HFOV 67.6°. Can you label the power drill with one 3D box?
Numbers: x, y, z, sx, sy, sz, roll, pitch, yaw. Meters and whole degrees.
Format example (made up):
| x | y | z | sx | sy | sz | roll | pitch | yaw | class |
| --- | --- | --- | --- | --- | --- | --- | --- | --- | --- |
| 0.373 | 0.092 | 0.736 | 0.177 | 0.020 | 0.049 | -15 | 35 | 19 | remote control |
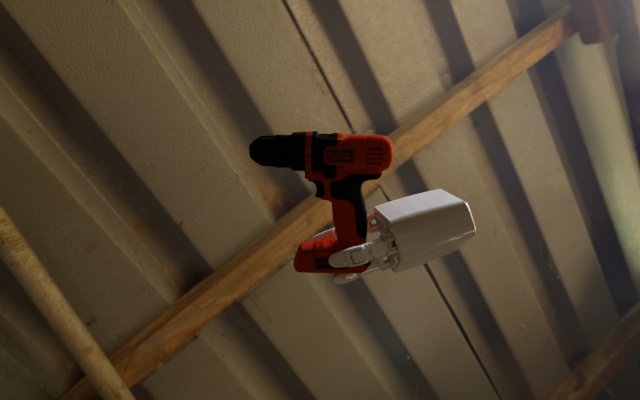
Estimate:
| x | y | z | sx | sy | sz | roll | pitch | yaw | class |
| --- | --- | --- | --- | --- | --- | --- | --- | --- | --- |
| 0.000 | 0.002 | 0.632 | 0.184 | 0.188 | 0.057 | 1 | 19 | 5 | power drill |
